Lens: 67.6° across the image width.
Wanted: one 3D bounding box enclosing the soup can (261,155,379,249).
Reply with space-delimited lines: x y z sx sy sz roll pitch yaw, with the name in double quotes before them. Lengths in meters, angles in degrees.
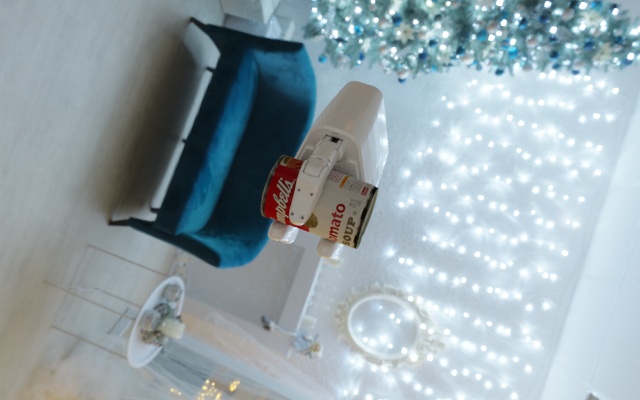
"soup can" 0.000 0.002 0.483 0.102 0.068 0.068 19 3 10
